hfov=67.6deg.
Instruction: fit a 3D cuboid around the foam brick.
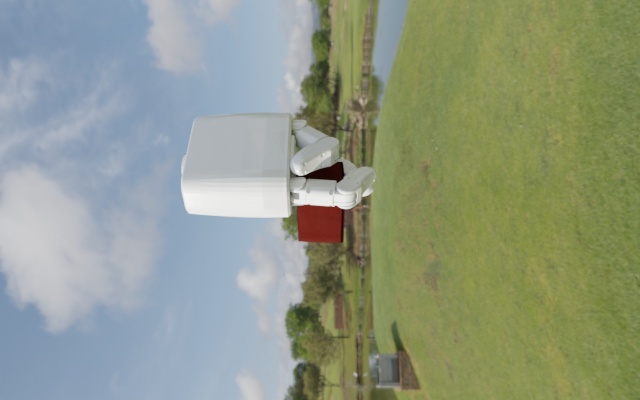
[{"bbox_3d":[0.000,0.002,0.531,0.051,0.078,0.053,-1,37,-1],"label":"foam brick"}]
